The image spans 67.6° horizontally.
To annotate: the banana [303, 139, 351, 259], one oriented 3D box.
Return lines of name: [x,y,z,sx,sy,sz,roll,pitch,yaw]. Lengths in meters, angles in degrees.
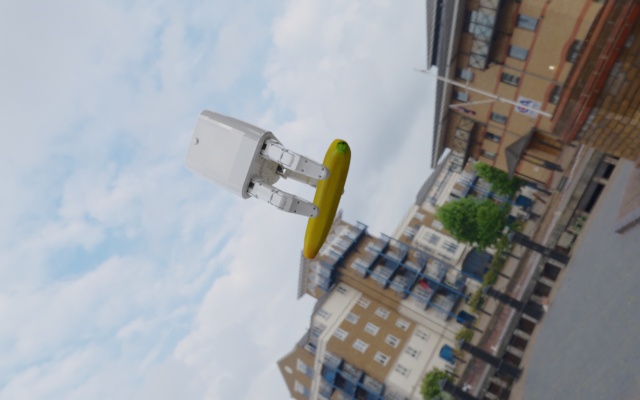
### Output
banana: [0.008,-0.009,0.658,0.037,0.198,0.069,23,35,13]
